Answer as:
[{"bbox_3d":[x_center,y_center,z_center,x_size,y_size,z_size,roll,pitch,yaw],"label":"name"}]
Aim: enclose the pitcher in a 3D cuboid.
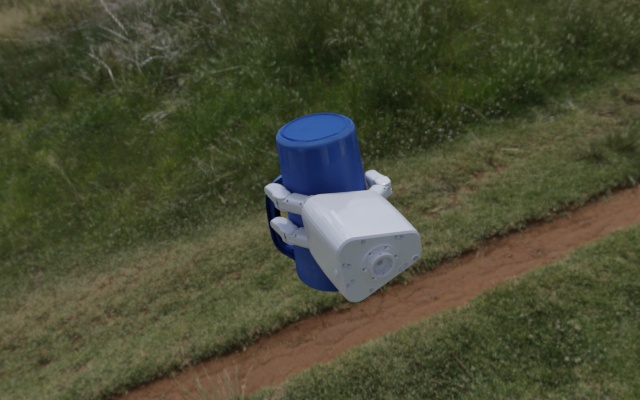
[{"bbox_3d":[0.000,0.002,0.700,0.149,0.243,0.145,-19,32,-14],"label":"pitcher"}]
